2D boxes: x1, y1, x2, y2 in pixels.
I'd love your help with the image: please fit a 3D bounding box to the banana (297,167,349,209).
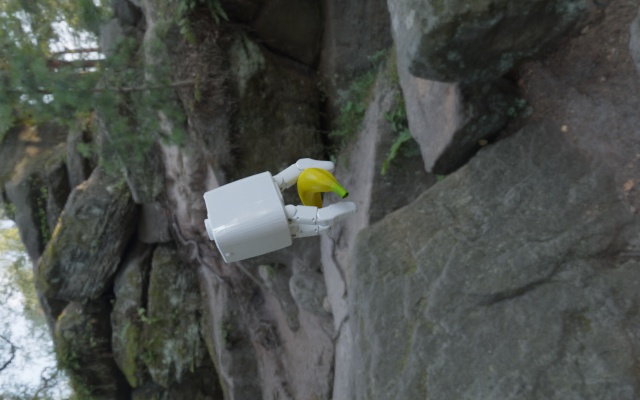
[{"bbox_3d":[-0.009,-0.014,0.739,0.037,0.069,0.198,-31,-2,-13],"label":"banana"}]
